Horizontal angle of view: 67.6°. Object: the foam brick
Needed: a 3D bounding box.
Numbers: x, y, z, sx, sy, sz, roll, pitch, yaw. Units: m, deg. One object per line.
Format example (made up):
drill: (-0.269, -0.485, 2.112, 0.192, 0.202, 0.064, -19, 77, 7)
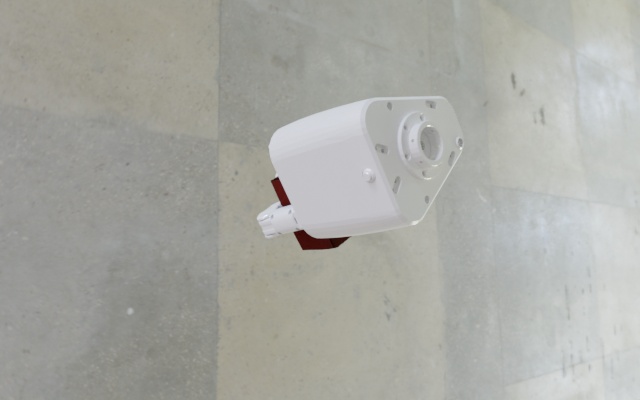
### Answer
foam brick: (0.000, 0.002, 0.449, 0.053, 0.078, 0.051, -34, 15, -37)
